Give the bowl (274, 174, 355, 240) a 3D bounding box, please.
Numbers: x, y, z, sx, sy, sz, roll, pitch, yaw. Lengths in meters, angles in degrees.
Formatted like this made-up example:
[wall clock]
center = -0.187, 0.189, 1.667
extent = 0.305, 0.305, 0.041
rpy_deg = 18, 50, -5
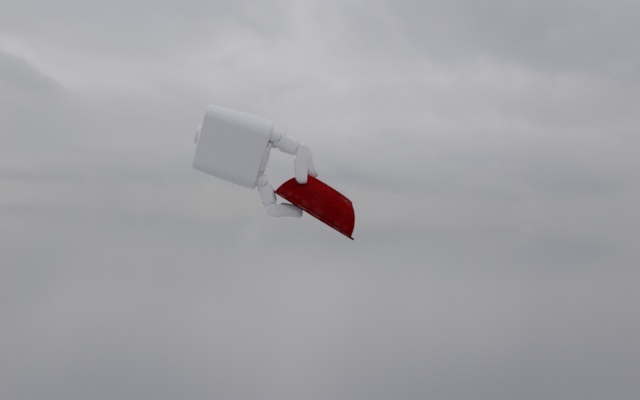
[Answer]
[bowl]
center = 0.001, 0.003, 0.798
extent = 0.162, 0.055, 0.162
rpy_deg = 32, -3, 2
